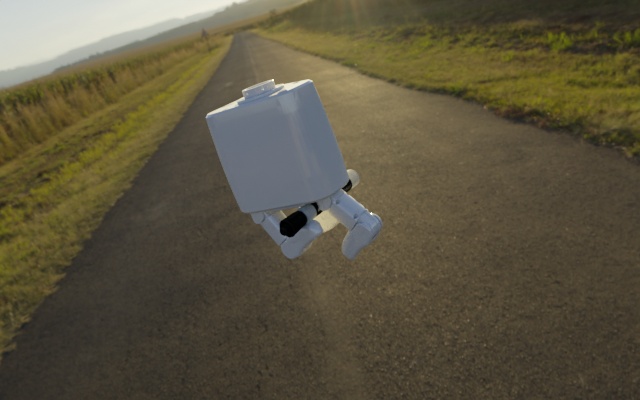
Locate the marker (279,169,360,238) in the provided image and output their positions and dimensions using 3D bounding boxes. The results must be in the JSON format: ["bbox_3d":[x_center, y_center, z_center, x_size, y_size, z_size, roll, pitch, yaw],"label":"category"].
[{"bbox_3d":[0.000,0.002,0.481,0.020,0.020,0.121,0,27,41],"label":"marker"}]
